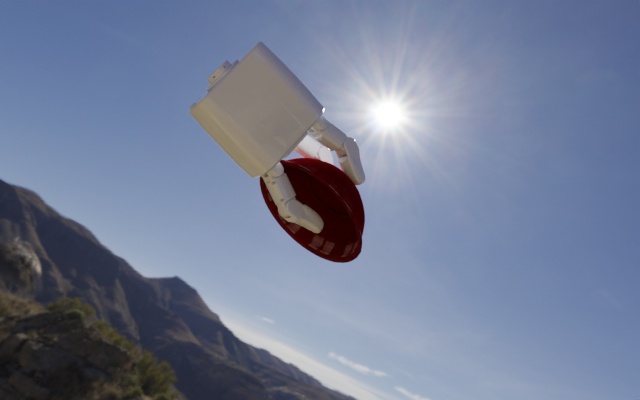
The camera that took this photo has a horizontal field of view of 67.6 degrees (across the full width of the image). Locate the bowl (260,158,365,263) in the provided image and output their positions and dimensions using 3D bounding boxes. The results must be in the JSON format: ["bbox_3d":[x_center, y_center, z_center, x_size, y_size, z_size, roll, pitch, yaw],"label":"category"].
[{"bbox_3d":[0.001,0.003,0.608,0.162,0.162,0.055,0,37,50],"label":"bowl"}]
